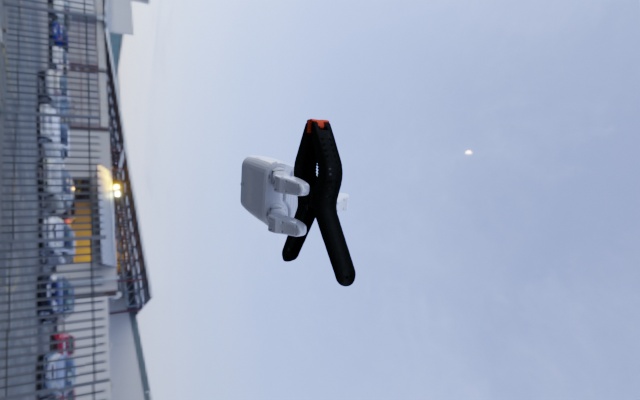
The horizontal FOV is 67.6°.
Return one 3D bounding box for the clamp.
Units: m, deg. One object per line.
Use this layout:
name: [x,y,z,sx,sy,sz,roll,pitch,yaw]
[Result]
clamp: [0.001,0.001,0.619,0.036,0.210,0.164,-2,13,-32]
